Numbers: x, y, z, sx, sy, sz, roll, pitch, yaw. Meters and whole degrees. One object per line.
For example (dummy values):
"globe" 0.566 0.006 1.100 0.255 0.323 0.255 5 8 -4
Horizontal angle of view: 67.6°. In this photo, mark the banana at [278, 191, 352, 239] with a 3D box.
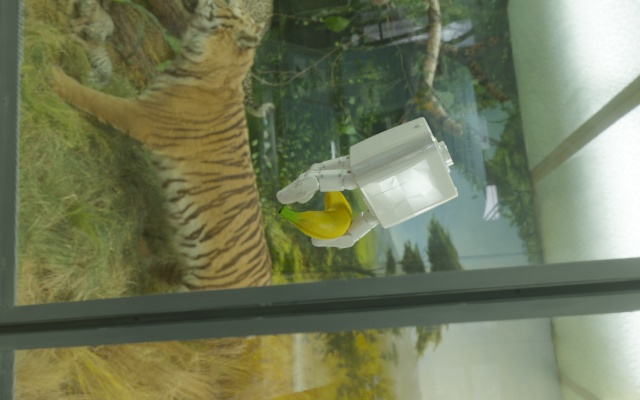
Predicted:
"banana" 0.011 0.017 0.636 0.037 0.069 0.198 -42 -7 17
